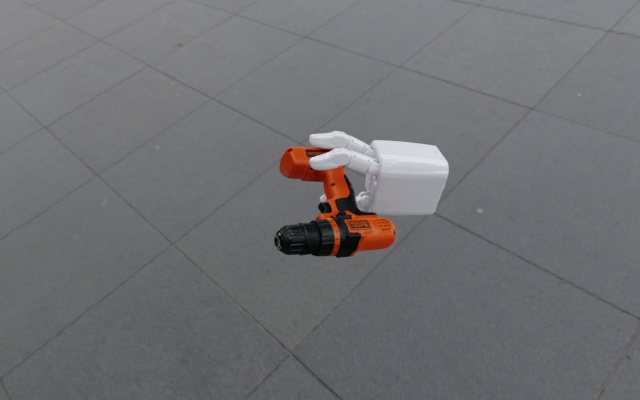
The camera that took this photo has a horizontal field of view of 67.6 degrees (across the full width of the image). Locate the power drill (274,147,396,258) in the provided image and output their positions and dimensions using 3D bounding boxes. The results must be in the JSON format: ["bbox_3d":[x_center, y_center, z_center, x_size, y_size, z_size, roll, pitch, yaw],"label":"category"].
[{"bbox_3d":[0.000,0.002,0.707,0.184,0.187,0.057,0,-42,-29],"label":"power drill"}]
